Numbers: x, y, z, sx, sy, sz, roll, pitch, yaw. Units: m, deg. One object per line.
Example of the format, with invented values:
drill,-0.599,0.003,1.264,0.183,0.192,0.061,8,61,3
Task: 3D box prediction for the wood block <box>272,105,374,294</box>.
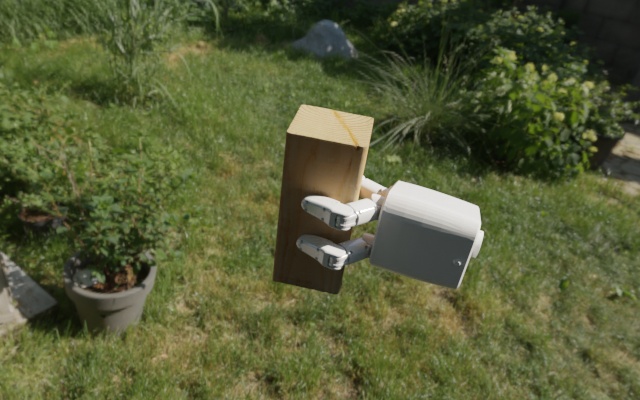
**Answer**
wood block,0.001,0.002,0.585,0.090,0.206,0.090,11,32,4
